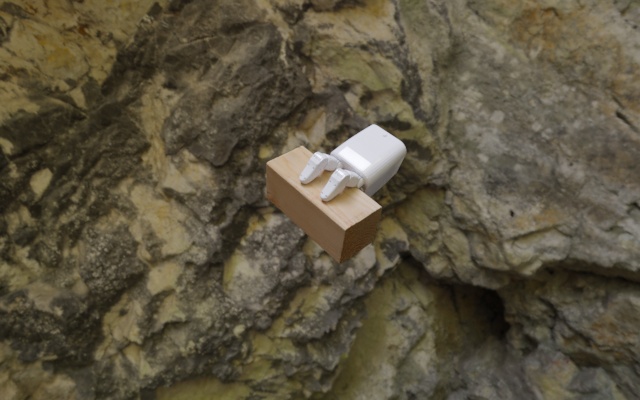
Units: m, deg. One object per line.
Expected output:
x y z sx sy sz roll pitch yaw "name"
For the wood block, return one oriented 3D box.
0.000 0.003 0.856 0.090 0.091 0.206 -30 54 -31 "wood block"
